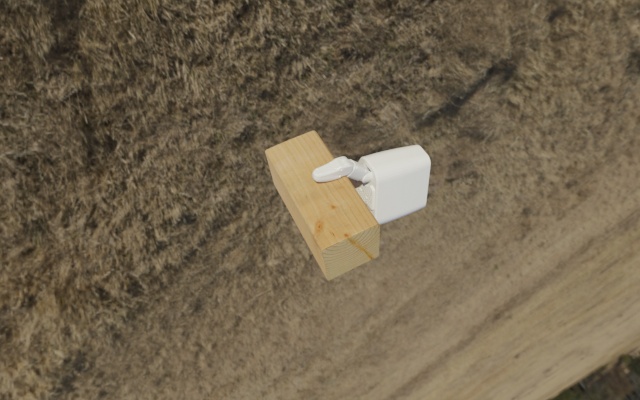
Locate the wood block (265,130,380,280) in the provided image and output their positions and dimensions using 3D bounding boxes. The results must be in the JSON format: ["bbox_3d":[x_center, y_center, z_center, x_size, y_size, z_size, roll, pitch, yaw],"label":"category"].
[{"bbox_3d":[0.001,0.002,0.728,0.090,0.206,0.091,-24,-35,-12],"label":"wood block"}]
